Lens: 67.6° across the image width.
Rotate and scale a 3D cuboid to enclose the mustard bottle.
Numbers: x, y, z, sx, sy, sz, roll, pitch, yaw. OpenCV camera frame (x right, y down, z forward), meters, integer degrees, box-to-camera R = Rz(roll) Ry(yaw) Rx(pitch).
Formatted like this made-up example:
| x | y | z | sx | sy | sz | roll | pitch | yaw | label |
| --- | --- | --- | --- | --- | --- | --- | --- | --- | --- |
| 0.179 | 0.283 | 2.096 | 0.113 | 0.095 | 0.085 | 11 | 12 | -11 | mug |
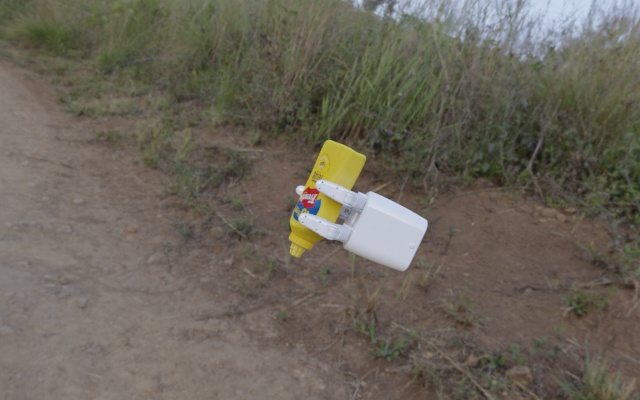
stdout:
| x | y | z | sx | sy | sz | roll | pitch | yaw | label |
| --- | --- | --- | --- | --- | --- | --- | --- | --- | --- |
| 0.000 | 0.002 | 0.761 | 0.058 | 0.191 | 0.096 | 23 | 5 | -30 | mustard bottle |
